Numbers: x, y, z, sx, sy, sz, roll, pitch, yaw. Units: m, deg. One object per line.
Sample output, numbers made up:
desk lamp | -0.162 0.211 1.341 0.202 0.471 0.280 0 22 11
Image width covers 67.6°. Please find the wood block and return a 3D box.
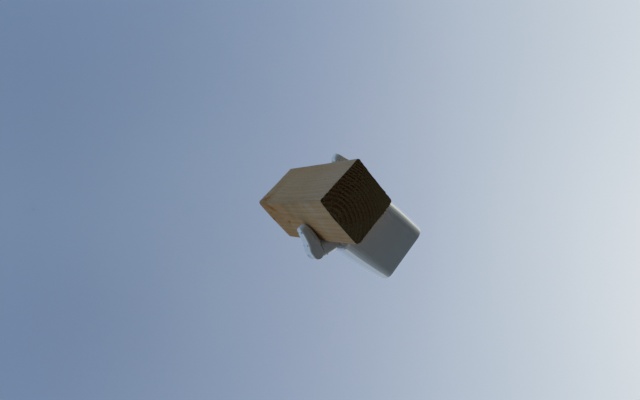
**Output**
wood block | 0.000 0.003 0.755 0.090 0.090 0.206 -49 22 -22
